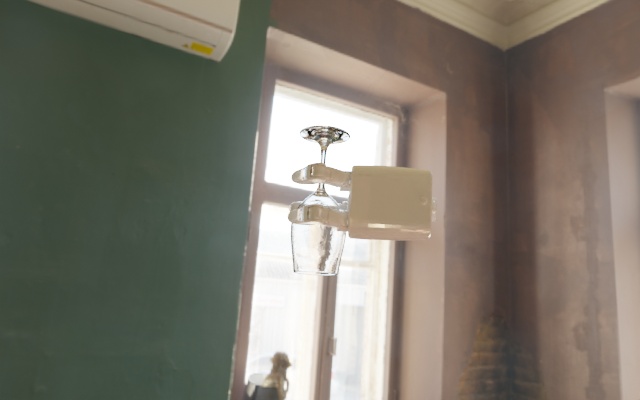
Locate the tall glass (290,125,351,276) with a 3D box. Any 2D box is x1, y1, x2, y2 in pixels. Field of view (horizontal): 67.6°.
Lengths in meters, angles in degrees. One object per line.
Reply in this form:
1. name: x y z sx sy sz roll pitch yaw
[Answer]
1. tall glass: 0.000 0.002 0.667 0.079 0.201 0.079 4 -12 1
